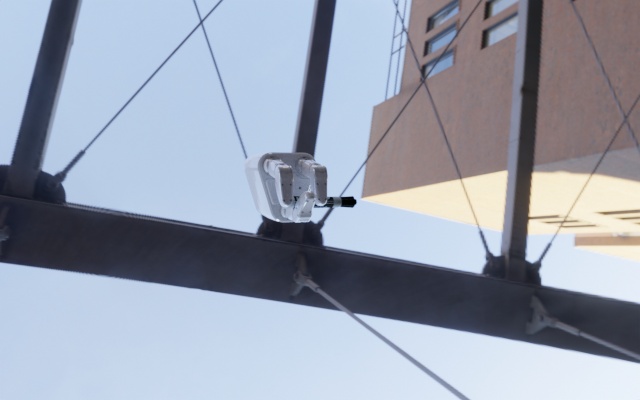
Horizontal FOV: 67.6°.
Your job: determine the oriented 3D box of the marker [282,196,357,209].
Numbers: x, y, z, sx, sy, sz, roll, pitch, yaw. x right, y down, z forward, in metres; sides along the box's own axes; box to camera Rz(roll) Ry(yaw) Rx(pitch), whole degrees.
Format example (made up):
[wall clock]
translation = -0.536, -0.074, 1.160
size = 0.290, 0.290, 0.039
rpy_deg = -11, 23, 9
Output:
[marker]
translation = 0.000, 0.002, 0.723
size = 0.121, 0.020, 0.020
rpy_deg = 0, 0, -24
